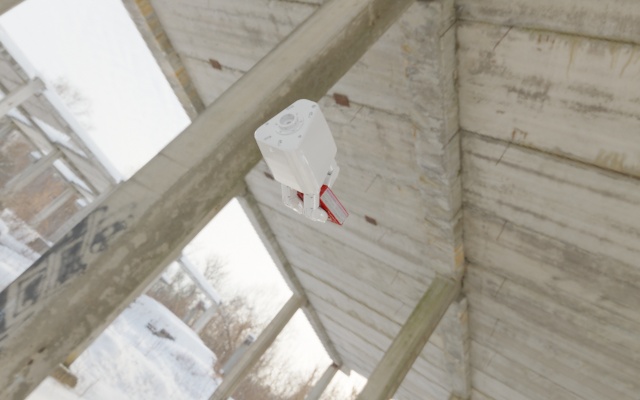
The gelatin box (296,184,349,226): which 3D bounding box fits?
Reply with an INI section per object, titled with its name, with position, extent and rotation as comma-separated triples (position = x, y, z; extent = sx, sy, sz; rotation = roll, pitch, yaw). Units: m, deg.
[gelatin box]
position = 0.001, 0.003, 0.870
extent = 0.073, 0.030, 0.089
rotation = 18, -25, 45
